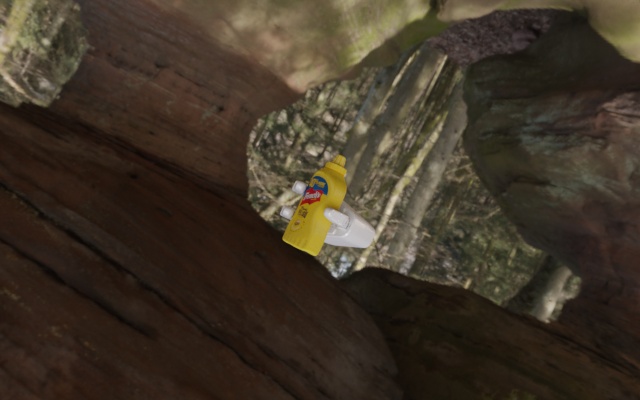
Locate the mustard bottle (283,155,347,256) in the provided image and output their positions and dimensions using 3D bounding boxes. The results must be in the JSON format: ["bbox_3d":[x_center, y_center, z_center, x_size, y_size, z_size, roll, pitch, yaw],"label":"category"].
[{"bbox_3d":[0.000,0.003,0.898,0.058,0.191,0.096,28,-5,-29],"label":"mustard bottle"}]
